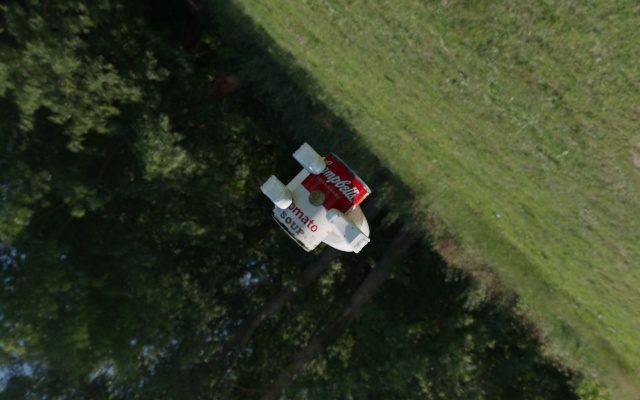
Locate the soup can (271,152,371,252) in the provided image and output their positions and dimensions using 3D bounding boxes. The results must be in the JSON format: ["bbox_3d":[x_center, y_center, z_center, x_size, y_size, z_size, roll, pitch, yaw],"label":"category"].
[{"bbox_3d":[0.000,0.002,0.566,0.102,0.068,0.068,-45,0,0],"label":"soup can"}]
